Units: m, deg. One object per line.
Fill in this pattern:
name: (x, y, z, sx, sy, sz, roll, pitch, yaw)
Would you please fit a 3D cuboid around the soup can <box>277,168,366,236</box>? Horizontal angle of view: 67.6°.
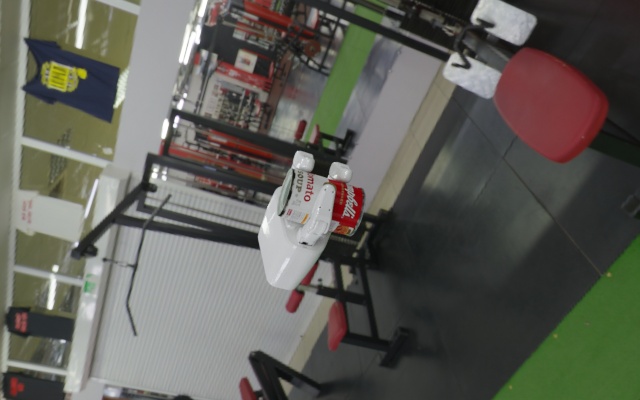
soup can: (0.000, 0.002, 0.635, 0.102, 0.068, 0.068, 16, -4, -14)
